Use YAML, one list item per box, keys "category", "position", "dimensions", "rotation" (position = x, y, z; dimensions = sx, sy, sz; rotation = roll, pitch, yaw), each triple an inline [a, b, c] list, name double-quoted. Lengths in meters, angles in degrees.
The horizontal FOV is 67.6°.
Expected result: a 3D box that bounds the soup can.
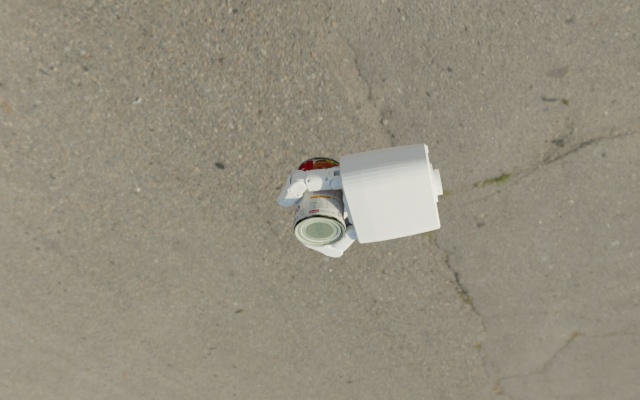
- category: "soup can"
  position: [0.000, 0.002, 0.634]
  dimensions: [0.068, 0.102, 0.069]
  rotation: [1, -39, 1]
